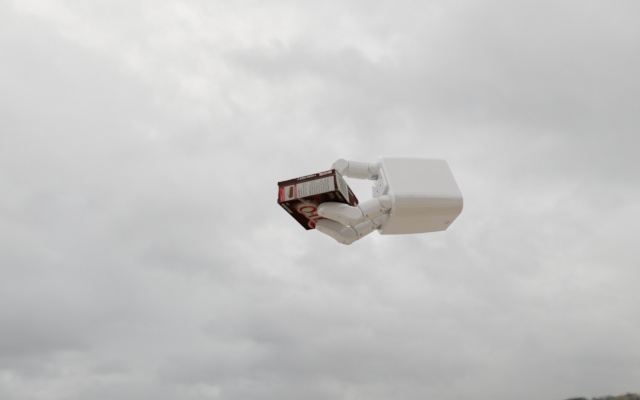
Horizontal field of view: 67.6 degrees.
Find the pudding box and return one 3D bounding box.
[{"bbox_3d":[0.000,0.002,0.688,0.090,0.039,0.113,-13,-30,16],"label":"pudding box"}]
